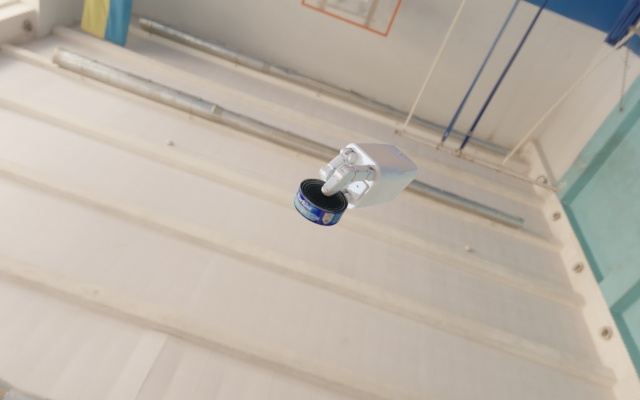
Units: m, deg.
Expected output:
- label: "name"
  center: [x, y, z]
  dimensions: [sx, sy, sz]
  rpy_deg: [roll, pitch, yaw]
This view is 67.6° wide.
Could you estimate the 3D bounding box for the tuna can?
- label: "tuna can"
  center: [0.000, 0.003, 0.783]
  dimensions: [0.086, 0.034, 0.086]
  rpy_deg: [19, 32, -13]
